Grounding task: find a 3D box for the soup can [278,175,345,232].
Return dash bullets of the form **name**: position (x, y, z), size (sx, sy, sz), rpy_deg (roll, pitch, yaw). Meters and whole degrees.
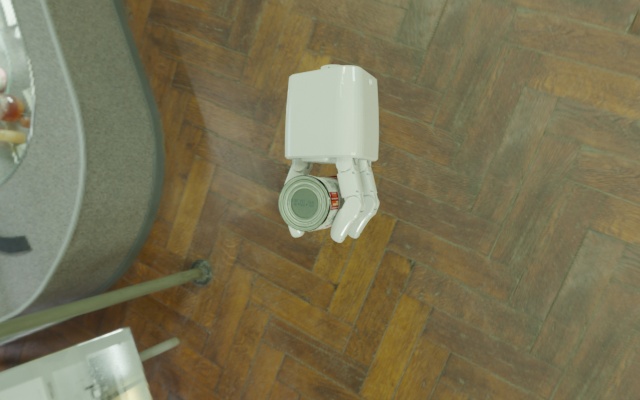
- **soup can**: position (0.000, 0.002, 0.595), size (0.068, 0.068, 0.102), rpy_deg (0, 1, 23)
